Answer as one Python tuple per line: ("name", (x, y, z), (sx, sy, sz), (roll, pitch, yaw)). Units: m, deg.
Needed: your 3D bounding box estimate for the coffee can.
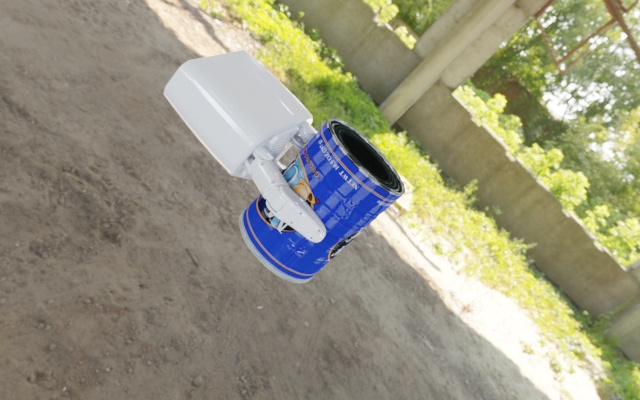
("coffee can", (0.000, 0.002, 0.486), (0.140, 0.102, 0.103), (-45, -20, 21))
